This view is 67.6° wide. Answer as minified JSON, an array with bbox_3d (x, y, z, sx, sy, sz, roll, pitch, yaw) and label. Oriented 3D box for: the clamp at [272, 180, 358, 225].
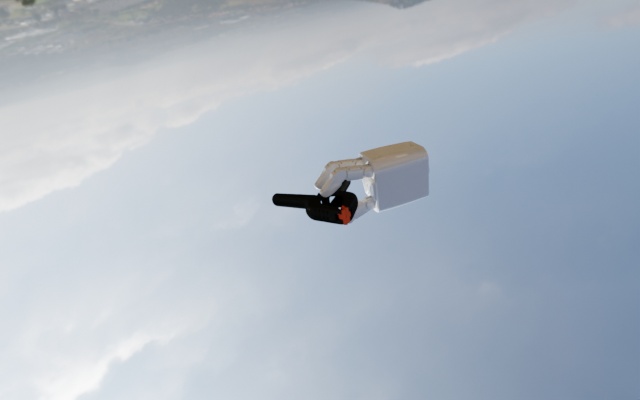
[{"bbox_3d":[0.001,0.004,0.873,0.164,0.036,0.210,-15,19,-8],"label":"clamp"}]
